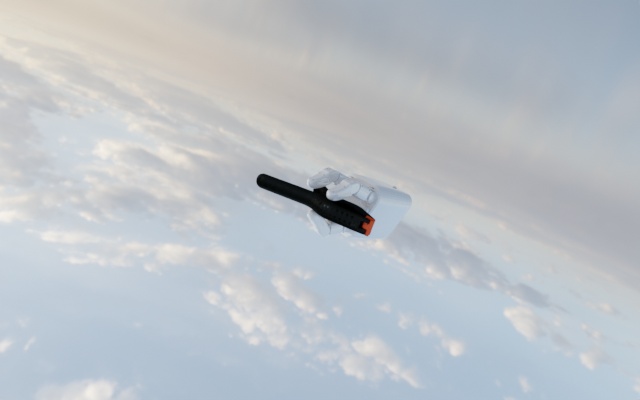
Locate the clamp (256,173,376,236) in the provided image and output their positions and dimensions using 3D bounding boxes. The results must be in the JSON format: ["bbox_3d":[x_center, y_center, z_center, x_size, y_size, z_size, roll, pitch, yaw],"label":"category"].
[{"bbox_3d":[0.000,0.004,0.808,0.164,0.036,0.210,6,18,-43],"label":"clamp"}]
